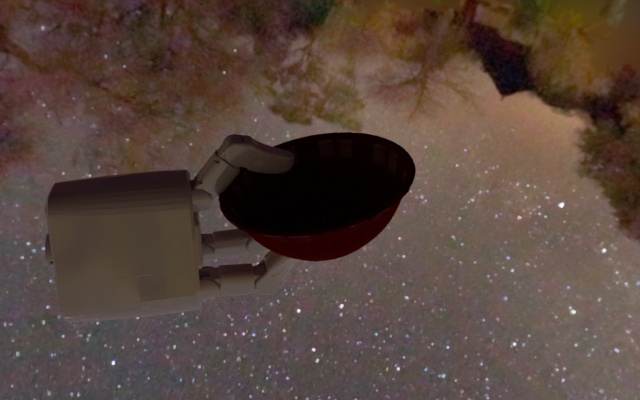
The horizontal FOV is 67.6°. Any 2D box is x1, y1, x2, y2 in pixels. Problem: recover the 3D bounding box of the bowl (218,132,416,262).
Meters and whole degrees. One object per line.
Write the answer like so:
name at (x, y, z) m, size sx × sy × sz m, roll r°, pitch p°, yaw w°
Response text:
bowl at (0.001, 0.001, 0.404) m, size 0.162 × 0.055 × 0.162 m, roll -9°, pitch 32°, yaw 5°
